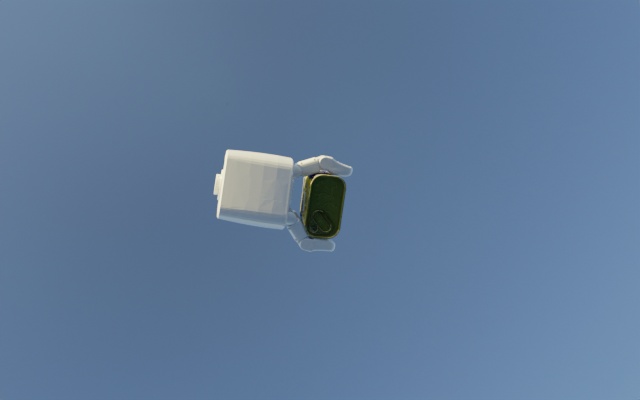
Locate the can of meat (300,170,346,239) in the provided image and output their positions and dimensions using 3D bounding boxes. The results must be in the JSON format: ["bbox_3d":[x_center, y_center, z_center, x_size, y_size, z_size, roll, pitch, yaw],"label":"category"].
[{"bbox_3d":[0.000,0.002,0.787,0.057,0.102,0.084,5,10,-13],"label":"can of meat"}]
